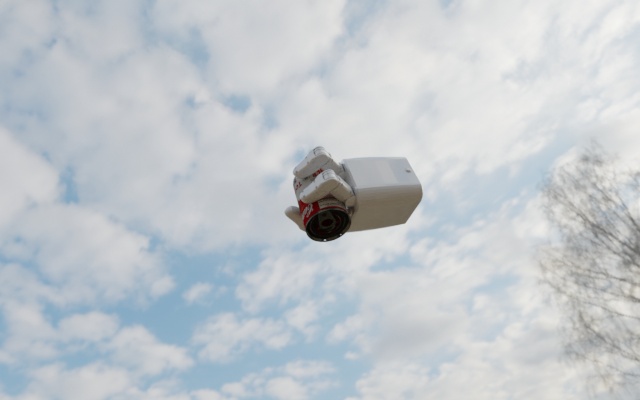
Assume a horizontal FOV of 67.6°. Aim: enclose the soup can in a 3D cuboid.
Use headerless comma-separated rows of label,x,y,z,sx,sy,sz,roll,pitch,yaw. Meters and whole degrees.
soup can,0.000,0.002,0.717,0.068,0.069,0.102,0,43,-18
